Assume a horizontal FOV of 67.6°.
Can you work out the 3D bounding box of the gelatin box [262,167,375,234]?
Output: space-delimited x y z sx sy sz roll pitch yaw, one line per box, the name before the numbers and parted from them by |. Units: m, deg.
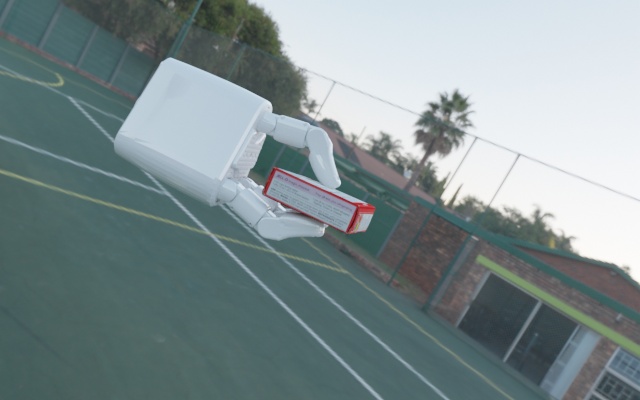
gelatin box | 0.001 0.001 0.444 0.089 0.030 0.073 24 4 16
